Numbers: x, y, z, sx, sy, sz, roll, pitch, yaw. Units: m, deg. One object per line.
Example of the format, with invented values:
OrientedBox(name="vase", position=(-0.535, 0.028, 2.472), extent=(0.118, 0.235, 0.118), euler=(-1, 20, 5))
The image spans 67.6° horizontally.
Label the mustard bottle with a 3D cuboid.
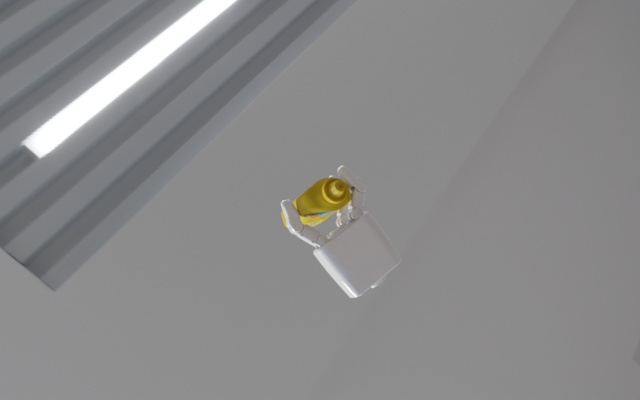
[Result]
OrientedBox(name="mustard bottle", position=(0.000, 0.003, 0.837), extent=(0.096, 0.058, 0.192), euler=(-12, -10, -23))
